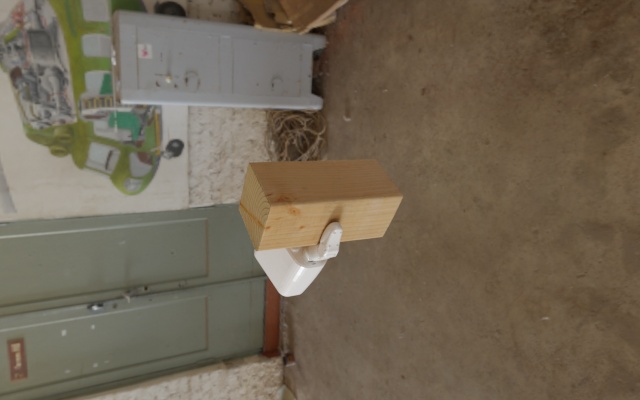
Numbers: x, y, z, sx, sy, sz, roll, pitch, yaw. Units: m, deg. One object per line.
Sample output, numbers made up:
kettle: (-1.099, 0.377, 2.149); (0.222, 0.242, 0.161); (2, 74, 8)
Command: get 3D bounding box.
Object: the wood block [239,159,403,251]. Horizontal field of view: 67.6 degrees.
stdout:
wood block: (0.000, 0.003, 0.688); (0.206, 0.090, 0.090); (-4, 45, -28)
